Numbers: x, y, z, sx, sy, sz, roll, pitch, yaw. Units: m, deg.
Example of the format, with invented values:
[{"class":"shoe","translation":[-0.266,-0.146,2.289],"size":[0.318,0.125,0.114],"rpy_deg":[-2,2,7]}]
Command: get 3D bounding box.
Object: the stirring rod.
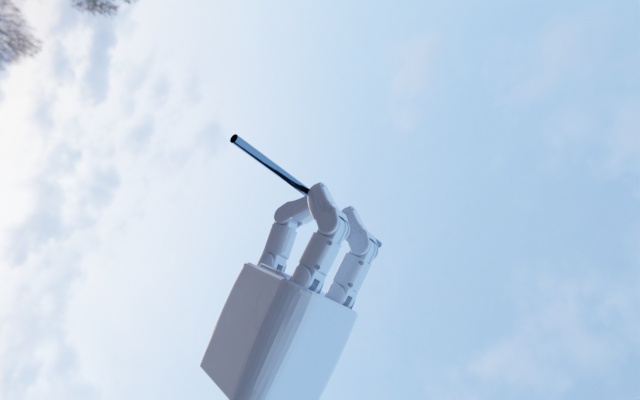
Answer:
[{"class":"stirring rod","translation":[0.000,0.001,0.449],"size":[0.011,0.011,0.240],"rpy_deg":[0,-24,36]}]
